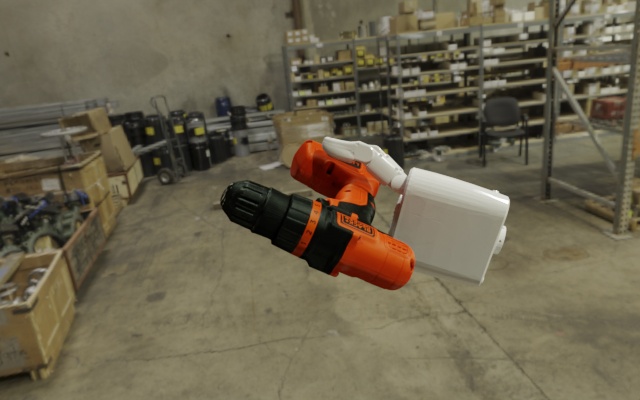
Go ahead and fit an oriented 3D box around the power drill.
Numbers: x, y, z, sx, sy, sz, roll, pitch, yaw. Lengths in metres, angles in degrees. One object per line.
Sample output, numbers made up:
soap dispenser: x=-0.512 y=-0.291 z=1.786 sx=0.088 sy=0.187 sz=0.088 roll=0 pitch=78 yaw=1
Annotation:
power drill: x=0.000 y=0.001 z=0.489 sx=0.184 sy=0.057 sz=0.187 roll=25 pitch=26 yaw=-10
